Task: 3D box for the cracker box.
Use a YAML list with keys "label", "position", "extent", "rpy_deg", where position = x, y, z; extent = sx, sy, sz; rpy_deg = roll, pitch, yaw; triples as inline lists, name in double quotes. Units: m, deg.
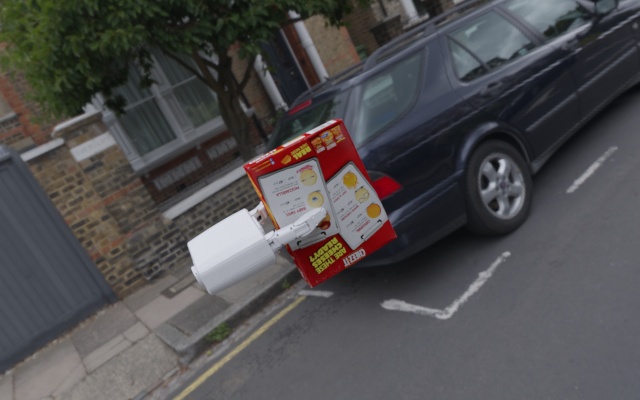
- label: "cracker box"
  position: [0.000, 0.002, 0.759]
  extent: [0.164, 0.214, 0.072]
  rpy_deg: [-29, 14, -10]
